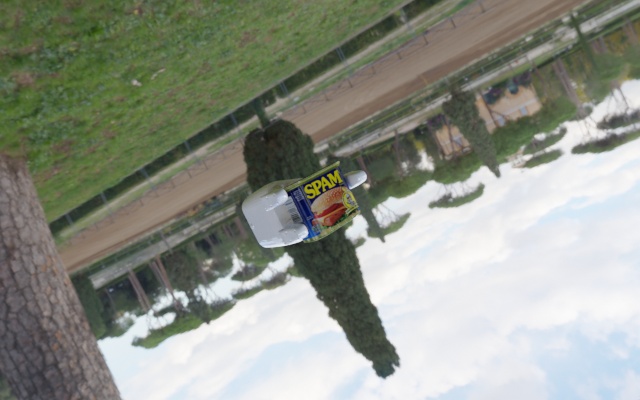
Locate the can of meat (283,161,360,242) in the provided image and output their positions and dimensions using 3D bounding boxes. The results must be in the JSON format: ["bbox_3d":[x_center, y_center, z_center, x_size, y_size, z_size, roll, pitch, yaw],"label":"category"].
[{"bbox_3d":[0.000,0.002,0.683,0.102,0.084,0.057,-29,5,-37],"label":"can of meat"}]
